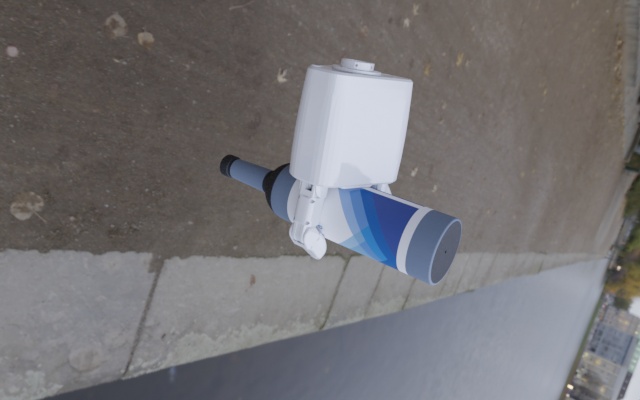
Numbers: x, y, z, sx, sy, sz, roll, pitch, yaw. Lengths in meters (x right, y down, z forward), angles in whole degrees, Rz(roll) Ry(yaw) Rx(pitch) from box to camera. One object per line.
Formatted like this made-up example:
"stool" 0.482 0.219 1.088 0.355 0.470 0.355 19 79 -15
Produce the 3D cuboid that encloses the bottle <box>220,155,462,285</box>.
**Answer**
"bottle" 0.000 0.002 0.517 0.295 0.069 0.069 22 12 32
